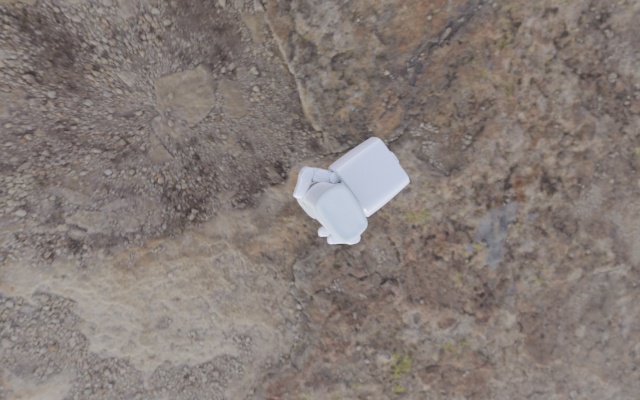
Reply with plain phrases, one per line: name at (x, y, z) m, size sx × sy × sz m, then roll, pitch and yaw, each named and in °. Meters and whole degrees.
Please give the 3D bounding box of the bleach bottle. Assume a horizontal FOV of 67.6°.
bleach bottle at (0.000, 0.003, 0.898) m, size 0.068 × 0.102 × 0.250 m, roll -37°, pitch 19°, yaw -8°
